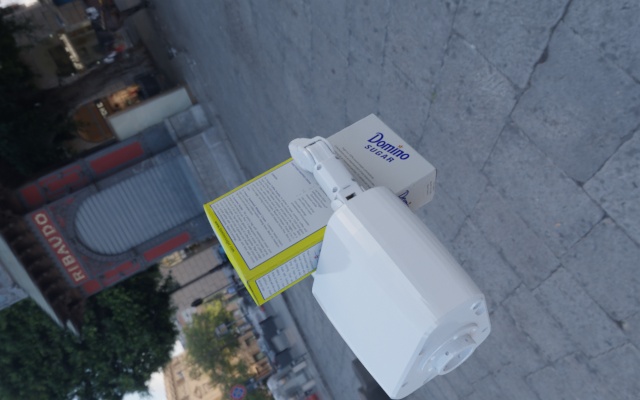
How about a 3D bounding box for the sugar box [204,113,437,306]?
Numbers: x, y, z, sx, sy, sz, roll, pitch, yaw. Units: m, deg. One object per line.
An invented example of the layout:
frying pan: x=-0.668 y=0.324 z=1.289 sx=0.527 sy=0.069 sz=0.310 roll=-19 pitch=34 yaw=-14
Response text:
sugar box: x=0.000 y=0.002 z=0.404 sx=0.176 sy=0.048 sz=0.093 roll=-28 pitch=52 yaw=-15
